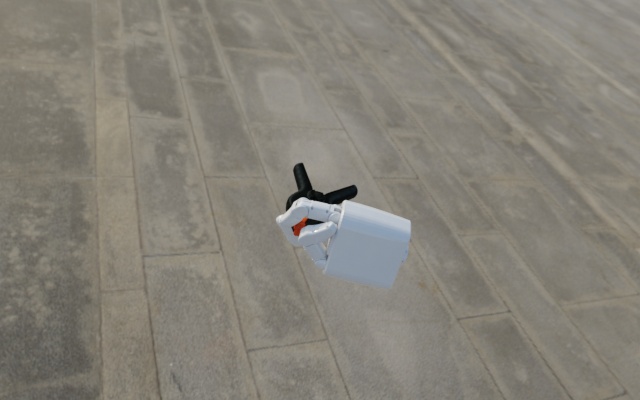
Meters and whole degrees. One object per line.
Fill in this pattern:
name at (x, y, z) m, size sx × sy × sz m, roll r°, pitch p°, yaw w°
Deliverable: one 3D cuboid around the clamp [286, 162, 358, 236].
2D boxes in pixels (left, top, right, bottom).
clamp at (0.000, 0.002, 0.791) m, size 0.120 × 0.039 × 0.171 m, roll 13°, pitch 39°, yaw 0°
